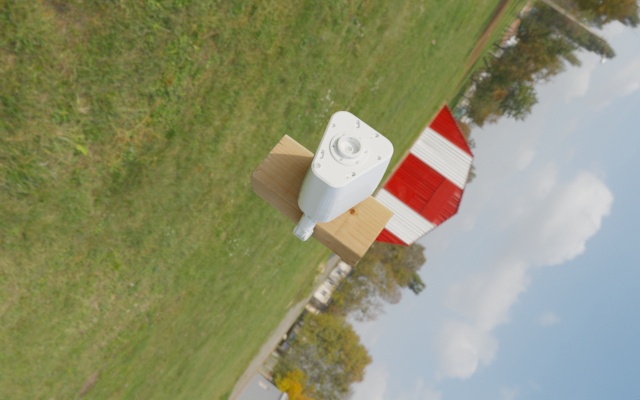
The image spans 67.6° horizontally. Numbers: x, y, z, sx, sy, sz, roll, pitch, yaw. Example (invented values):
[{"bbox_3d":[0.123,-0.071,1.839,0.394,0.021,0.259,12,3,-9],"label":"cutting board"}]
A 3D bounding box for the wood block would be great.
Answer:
[{"bbox_3d":[0.000,0.003,0.753,0.206,0.091,0.090,37,-15,8],"label":"wood block"}]
